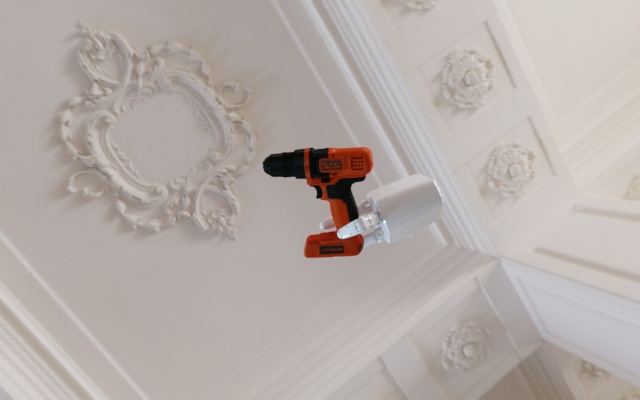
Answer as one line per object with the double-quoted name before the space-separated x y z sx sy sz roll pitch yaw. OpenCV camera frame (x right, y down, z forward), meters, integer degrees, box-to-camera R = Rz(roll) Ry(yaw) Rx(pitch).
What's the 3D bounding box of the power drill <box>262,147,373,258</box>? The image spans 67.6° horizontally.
"power drill" 0.000 0.003 0.809 0.184 0.188 0.057 -2 18 9
